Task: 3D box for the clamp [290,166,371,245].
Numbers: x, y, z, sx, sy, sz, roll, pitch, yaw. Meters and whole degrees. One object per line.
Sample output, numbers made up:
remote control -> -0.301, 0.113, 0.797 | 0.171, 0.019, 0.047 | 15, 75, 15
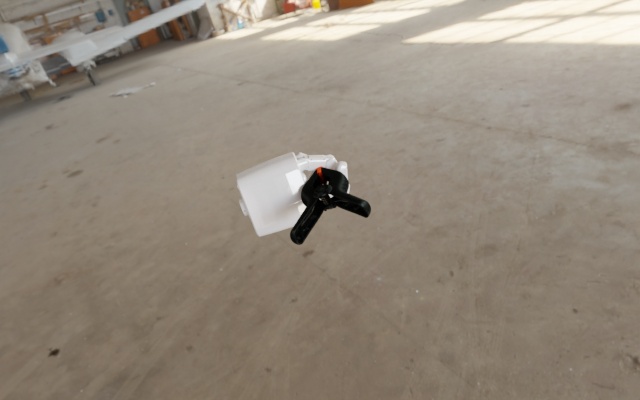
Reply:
clamp -> 0.000, 0.002, 0.725 | 0.120, 0.039, 0.171 | -22, 27, -2
